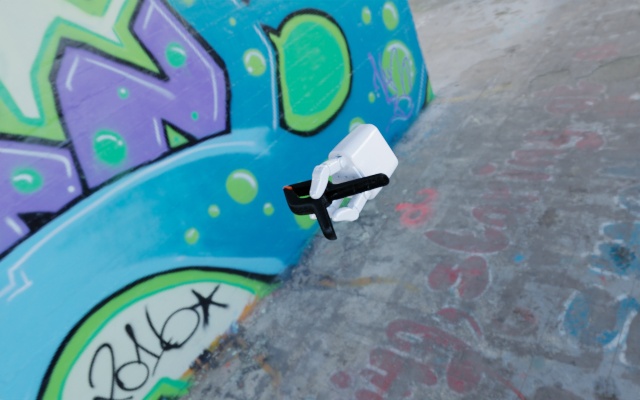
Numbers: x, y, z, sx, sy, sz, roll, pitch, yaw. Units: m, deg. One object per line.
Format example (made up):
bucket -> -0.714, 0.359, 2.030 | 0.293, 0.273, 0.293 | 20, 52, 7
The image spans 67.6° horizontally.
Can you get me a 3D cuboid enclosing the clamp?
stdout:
clamp -> 0.000, 0.002, 0.856 | 0.210, 0.036, 0.164 | 5, 41, 42
